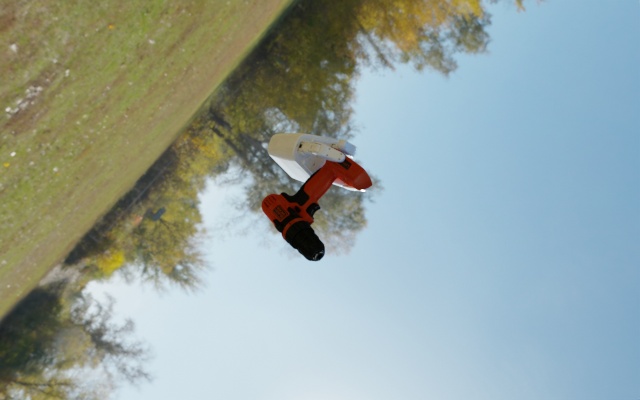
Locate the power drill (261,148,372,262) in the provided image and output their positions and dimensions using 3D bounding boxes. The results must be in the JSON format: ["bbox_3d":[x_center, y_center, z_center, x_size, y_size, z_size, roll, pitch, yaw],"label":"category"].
[{"bbox_3d":[0.000,0.002,0.861,0.184,0.187,0.057,43,-9,41],"label":"power drill"}]
